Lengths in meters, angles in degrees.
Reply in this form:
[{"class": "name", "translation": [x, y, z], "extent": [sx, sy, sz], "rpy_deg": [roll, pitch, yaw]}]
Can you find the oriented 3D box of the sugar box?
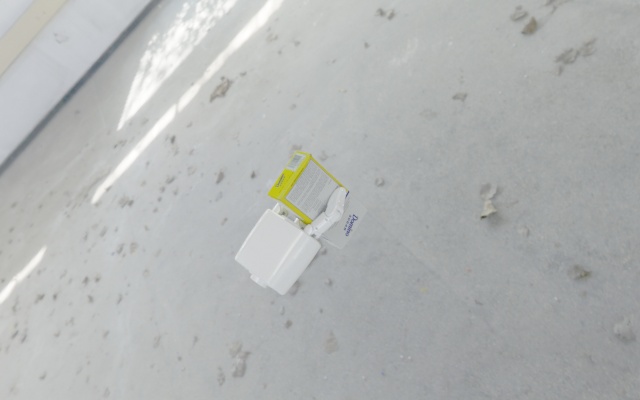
[{"class": "sugar box", "translation": [0.000, 0.003, 0.827], "extent": [0.048, 0.093, 0.176], "rpy_deg": [22, -16, 49]}]
